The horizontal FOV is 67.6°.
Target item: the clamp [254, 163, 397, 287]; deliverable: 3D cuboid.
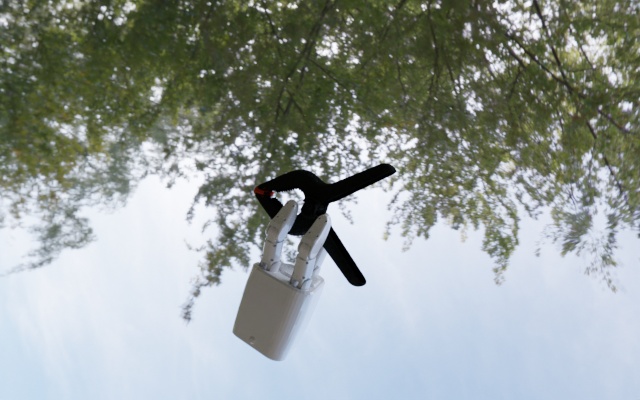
[{"bbox_3d":[0.000,0.002,0.661,0.210,0.164,0.036,25,7,29],"label":"clamp"}]
